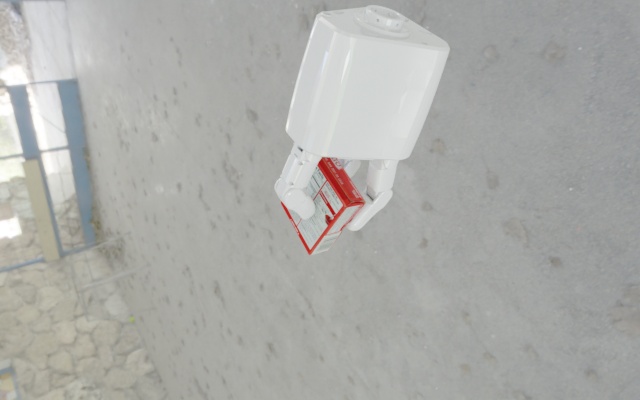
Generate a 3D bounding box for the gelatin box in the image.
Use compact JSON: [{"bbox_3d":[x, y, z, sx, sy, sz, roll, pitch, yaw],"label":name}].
[{"bbox_3d":[0.000,0.002,0.495,0.030,0.073,0.089,-10,-33,-38],"label":"gelatin box"}]
